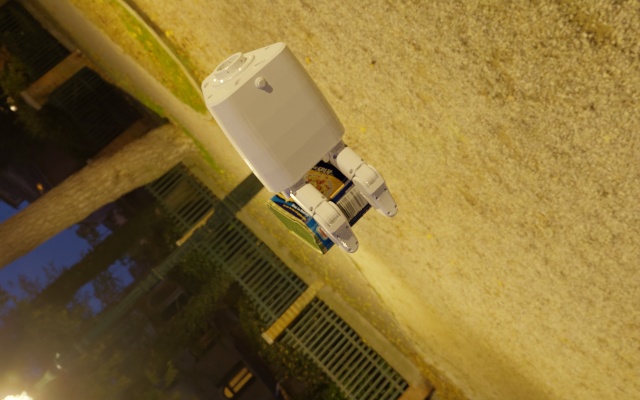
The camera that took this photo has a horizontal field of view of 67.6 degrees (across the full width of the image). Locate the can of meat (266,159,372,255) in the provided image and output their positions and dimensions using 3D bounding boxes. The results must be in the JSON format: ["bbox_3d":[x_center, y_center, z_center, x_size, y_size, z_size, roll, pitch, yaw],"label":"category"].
[{"bbox_3d":[0.000,0.002,0.521,0.102,0.084,0.057,29,-21,53],"label":"can of meat"}]
